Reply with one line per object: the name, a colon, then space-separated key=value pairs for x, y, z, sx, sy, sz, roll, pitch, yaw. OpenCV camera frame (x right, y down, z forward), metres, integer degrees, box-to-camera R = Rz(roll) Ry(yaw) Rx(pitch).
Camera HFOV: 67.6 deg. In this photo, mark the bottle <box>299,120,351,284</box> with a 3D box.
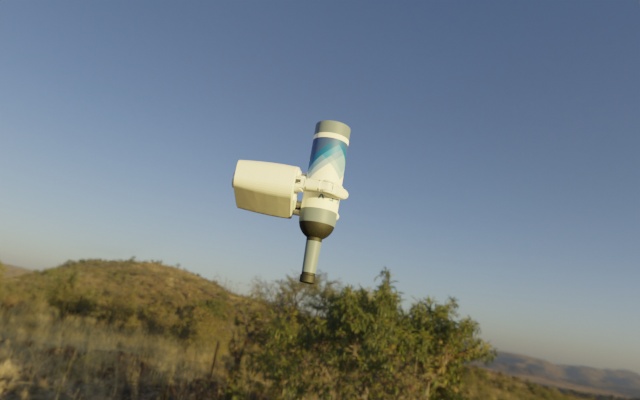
bottle: x=0.000 y=0.003 z=0.868 sx=0.069 sy=0.295 sz=0.069 roll=9 pitch=-14 yaw=2
